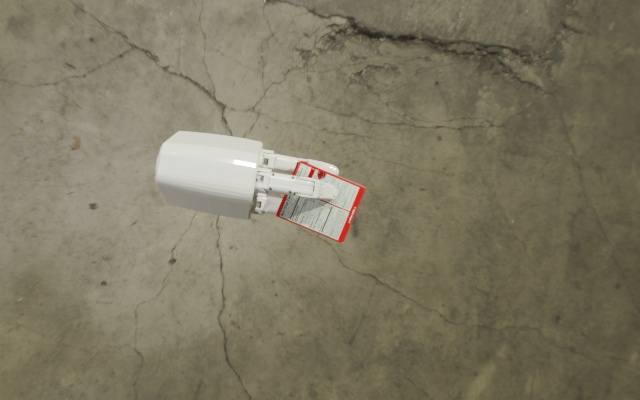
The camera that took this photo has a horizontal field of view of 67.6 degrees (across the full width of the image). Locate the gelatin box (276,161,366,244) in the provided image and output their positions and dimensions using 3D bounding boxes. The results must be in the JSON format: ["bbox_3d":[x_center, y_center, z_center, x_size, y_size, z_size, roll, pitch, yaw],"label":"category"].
[{"bbox_3d":[0.000,0.002,0.577,0.089,0.073,0.030,22,-2,-2],"label":"gelatin box"}]
